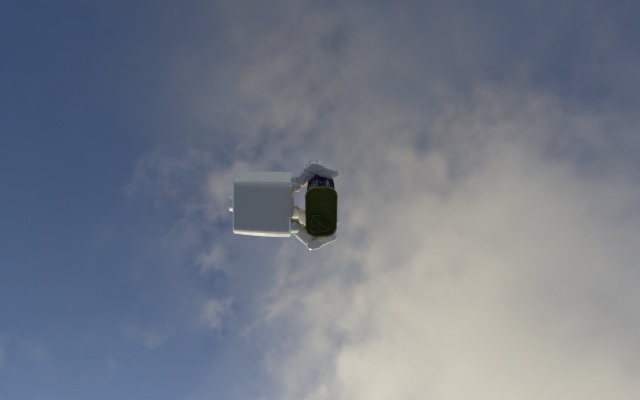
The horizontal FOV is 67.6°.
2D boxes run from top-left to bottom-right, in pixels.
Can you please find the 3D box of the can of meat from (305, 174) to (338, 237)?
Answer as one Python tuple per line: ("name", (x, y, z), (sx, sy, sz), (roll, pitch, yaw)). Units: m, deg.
("can of meat", (0.000, 0.003, 0.885), (0.057, 0.102, 0.084), (-1, 28, -2))
